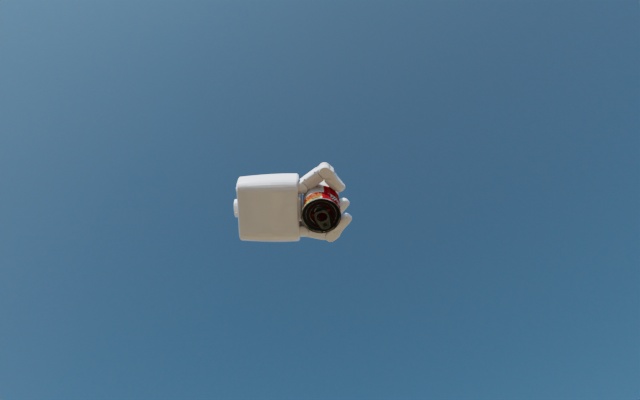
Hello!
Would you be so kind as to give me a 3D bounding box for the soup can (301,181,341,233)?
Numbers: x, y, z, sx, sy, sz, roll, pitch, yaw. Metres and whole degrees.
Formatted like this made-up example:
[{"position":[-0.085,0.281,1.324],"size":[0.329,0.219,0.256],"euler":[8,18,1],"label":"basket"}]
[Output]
[{"position":[0.001,0.002,0.842],"size":[0.068,0.068,0.102],"euler":[0,28,-1],"label":"soup can"}]
